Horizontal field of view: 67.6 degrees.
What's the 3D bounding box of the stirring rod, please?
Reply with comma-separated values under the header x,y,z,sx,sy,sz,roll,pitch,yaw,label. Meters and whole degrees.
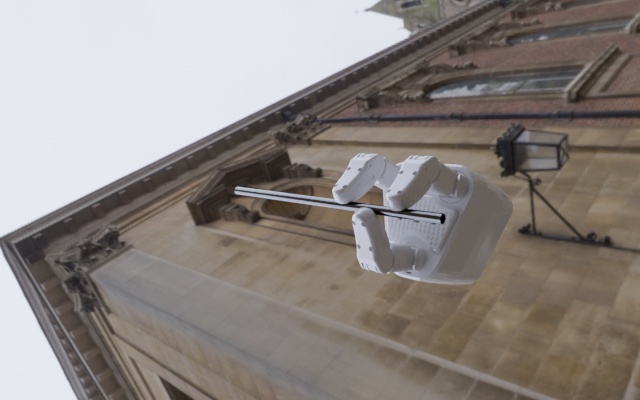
x,y,z,sx,sy,sz,roll,pitch,yaw,label
0.000,0.001,0.424,0.239,0.011,0.011,8,5,42,stirring rod
